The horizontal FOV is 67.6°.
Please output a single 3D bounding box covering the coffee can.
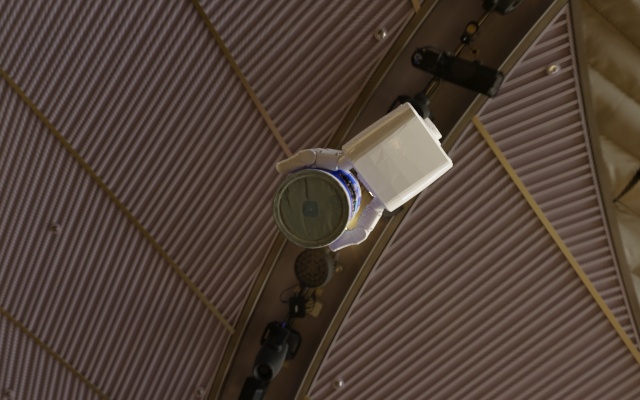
[{"bbox_3d":[0.000,0.002,0.679,0.103,0.103,0.140,0,8,11],"label":"coffee can"}]
